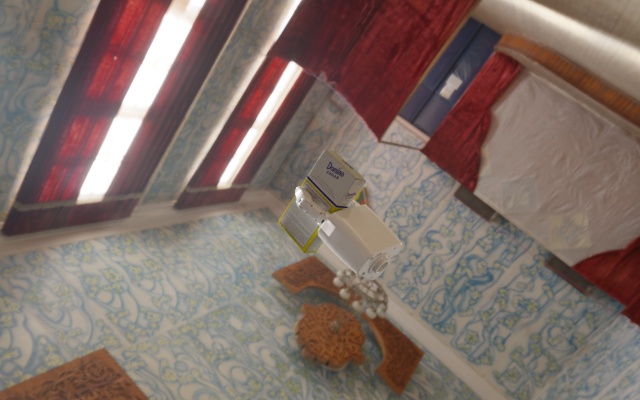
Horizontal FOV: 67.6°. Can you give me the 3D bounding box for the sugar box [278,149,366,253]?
[{"bbox_3d":[0.000,0.003,0.890,0.093,0.176,0.048,47,21,29],"label":"sugar box"}]
